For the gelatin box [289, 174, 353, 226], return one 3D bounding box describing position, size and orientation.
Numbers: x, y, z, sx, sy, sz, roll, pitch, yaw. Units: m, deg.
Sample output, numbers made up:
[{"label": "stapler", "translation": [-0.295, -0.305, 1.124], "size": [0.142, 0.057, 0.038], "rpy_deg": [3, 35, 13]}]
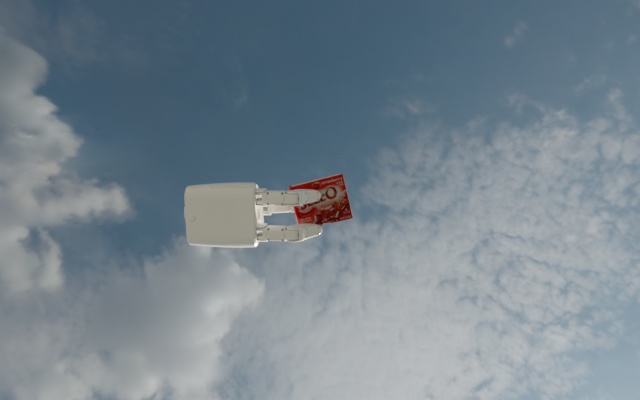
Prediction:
[{"label": "gelatin box", "translation": [0.000, 0.002, 0.762], "size": [0.089, 0.073, 0.030], "rpy_deg": [-14, 6, -3]}]
